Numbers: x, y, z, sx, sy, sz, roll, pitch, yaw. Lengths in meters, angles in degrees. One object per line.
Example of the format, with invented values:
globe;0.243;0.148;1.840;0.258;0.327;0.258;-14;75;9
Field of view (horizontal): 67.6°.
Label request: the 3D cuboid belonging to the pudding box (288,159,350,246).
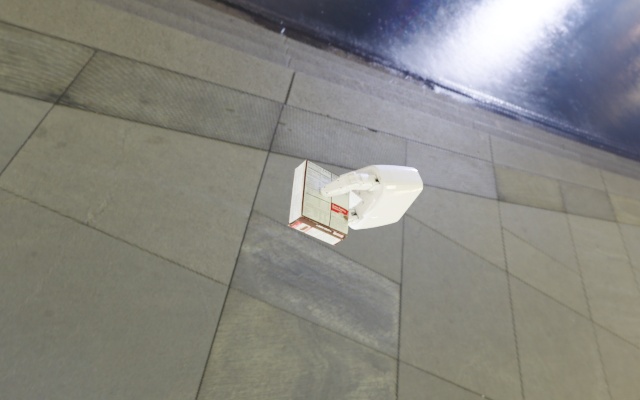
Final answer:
pudding box;0.000;0.002;0.748;0.090;0.113;0.039;25;-42;-26
